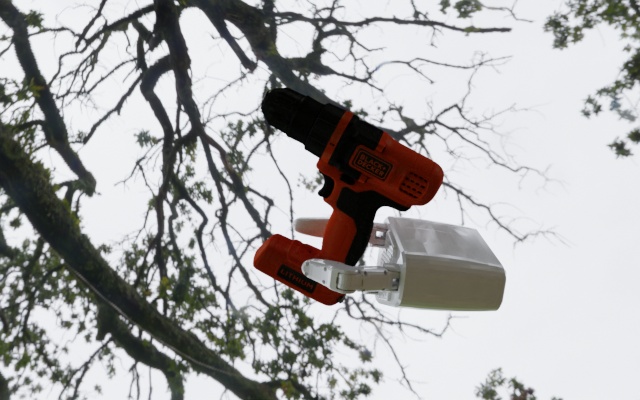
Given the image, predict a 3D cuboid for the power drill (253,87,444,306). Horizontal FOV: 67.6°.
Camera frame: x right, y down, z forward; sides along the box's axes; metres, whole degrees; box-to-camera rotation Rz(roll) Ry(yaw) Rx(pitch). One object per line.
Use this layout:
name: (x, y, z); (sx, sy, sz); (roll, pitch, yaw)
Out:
power drill: (0.000, 0.002, 0.476); (0.184, 0.188, 0.057); (28, 27, 2)
